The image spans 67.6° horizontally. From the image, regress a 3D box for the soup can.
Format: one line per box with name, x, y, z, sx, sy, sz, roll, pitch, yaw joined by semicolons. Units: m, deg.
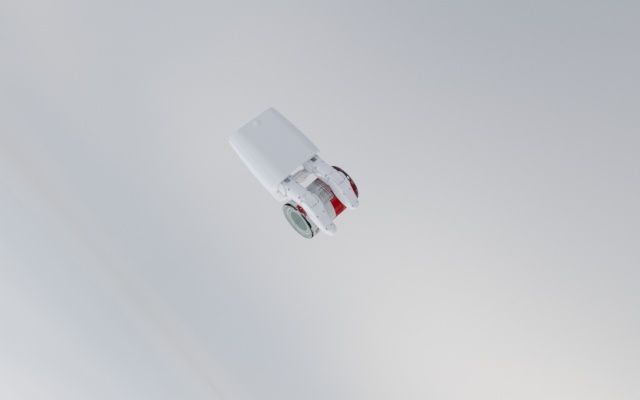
soup can;0.000;0.003;0.735;0.102;0.068;0.068;-40;18;-23
